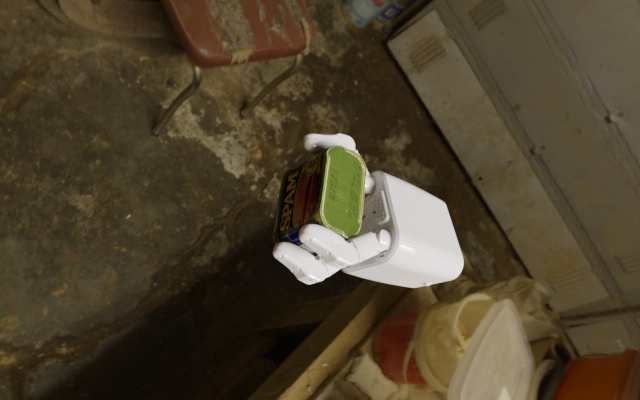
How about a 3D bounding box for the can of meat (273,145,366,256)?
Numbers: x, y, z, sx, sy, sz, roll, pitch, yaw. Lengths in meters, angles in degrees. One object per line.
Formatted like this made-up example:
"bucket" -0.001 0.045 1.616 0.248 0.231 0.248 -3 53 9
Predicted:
"can of meat" 0.000 0.001 0.499 0.057 0.102 0.084 23 -30 -29
